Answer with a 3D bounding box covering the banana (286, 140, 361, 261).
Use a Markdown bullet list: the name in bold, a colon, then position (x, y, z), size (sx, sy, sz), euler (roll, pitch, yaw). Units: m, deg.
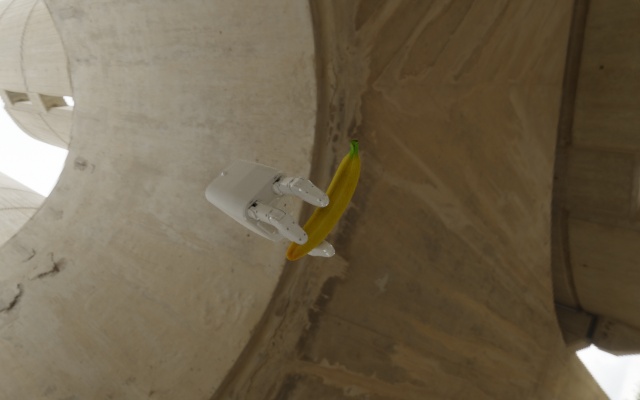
- **banana**: position (0.011, 0.006, 0.715), size (0.037, 0.198, 0.070), euler (25, -5, 36)
